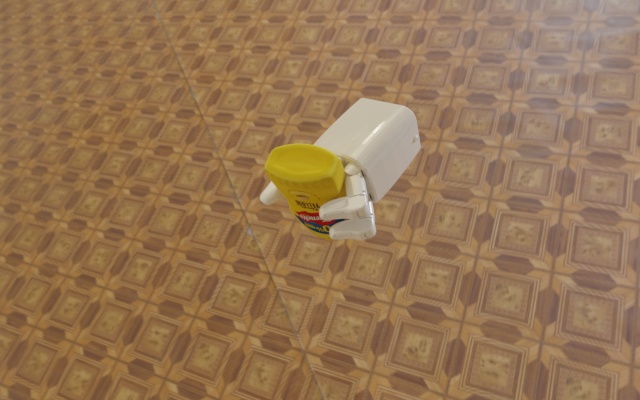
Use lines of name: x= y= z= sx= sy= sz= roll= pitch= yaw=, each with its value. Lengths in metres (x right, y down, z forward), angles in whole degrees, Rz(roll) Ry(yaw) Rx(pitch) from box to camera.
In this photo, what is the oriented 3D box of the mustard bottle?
mustard bottle: x=0.000 y=0.002 z=0.649 sx=0.096 sy=0.058 sz=0.192 roll=8 pitch=-29 yaw=22
